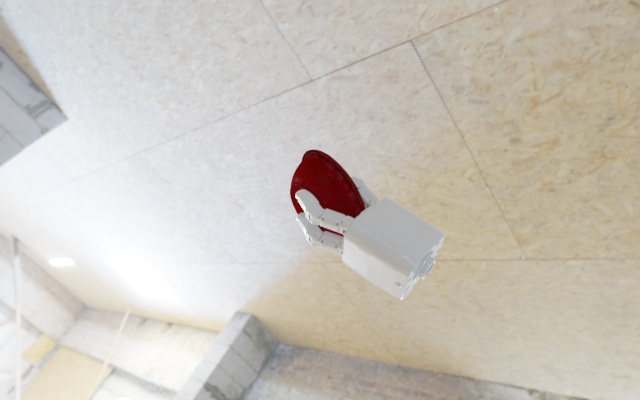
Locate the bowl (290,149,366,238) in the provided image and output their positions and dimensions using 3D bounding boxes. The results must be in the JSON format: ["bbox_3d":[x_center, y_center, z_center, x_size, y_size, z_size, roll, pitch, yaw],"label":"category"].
[{"bbox_3d":[-0.001,0.002,0.757,0.055,0.162,0.162,-32,14,-24],"label":"bowl"}]
